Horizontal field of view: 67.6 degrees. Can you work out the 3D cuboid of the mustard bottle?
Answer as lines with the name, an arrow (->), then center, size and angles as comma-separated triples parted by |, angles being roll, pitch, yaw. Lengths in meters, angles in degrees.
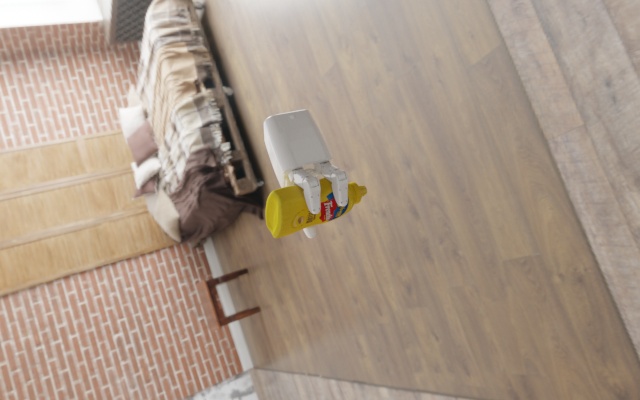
mustard bottle -> 0.000, 0.003, 0.846 | 0.191, 0.096, 0.058 | -16, 50, -28
